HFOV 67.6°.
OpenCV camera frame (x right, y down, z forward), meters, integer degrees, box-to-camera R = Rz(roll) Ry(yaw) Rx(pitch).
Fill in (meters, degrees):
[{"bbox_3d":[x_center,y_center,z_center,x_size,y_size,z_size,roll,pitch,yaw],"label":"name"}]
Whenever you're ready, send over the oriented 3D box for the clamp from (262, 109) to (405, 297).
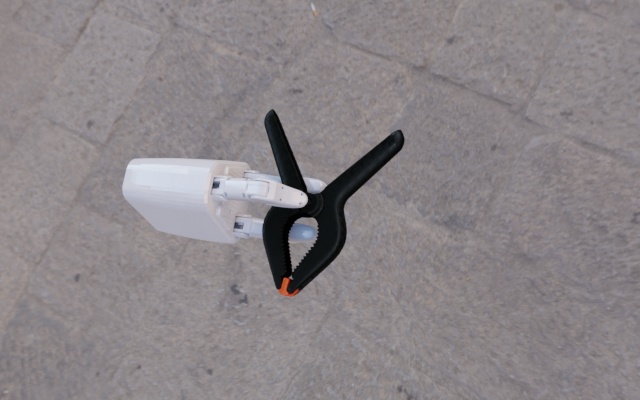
[{"bbox_3d":[0.000,0.002,0.519,0.164,0.210,0.036,5,-12,17],"label":"clamp"}]
